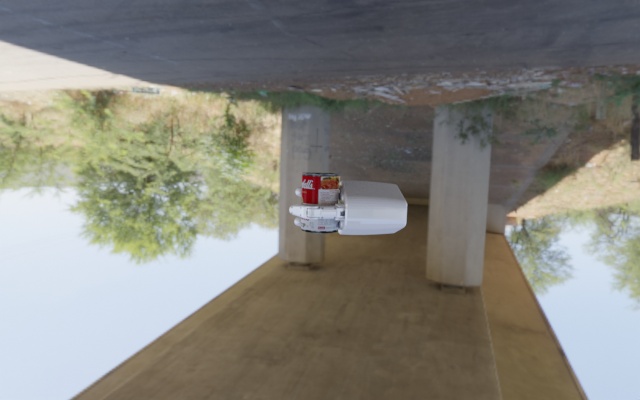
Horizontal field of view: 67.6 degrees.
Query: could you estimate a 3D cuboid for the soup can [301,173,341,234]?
[{"bbox_3d":[0.000,0.003,0.842,0.068,0.102,0.068,2,6,0],"label":"soup can"}]
